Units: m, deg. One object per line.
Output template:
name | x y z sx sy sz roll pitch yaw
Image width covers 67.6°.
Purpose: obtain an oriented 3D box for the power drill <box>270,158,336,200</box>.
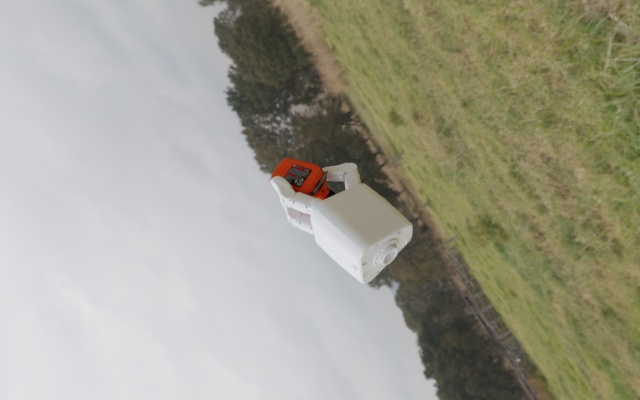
power drill | 0.000 0.003 0.828 0.184 0.057 0.188 17 -18 48
